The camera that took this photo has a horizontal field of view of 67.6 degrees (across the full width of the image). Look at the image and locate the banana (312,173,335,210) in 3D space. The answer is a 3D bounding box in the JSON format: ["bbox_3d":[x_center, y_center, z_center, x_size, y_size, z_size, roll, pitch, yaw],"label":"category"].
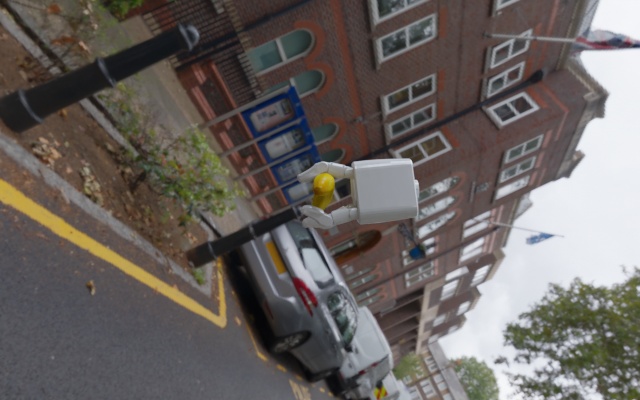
[{"bbox_3d":[0.004,-0.013,0.873,0.037,0.069,0.198,14,-18,2],"label":"banana"}]
